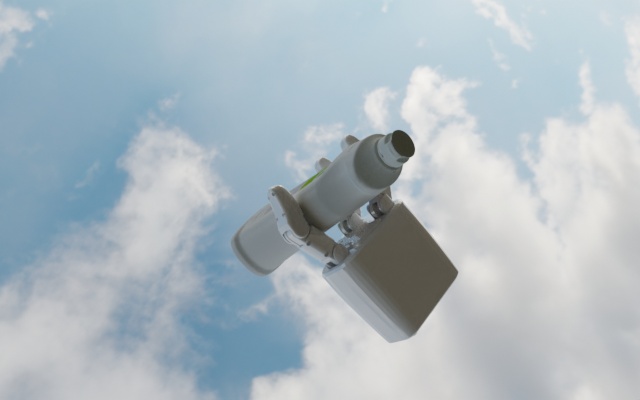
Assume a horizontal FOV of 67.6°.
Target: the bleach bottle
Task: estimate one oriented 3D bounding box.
[{"bbox_3d":[0.000,0.002,0.509,0.251,0.068,0.102,-34,10,48],"label":"bleach bottle"}]
